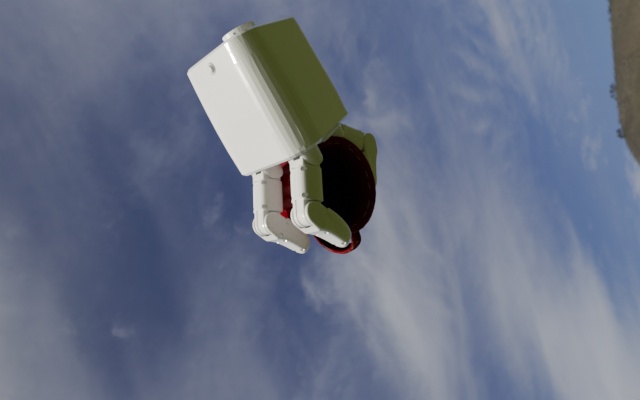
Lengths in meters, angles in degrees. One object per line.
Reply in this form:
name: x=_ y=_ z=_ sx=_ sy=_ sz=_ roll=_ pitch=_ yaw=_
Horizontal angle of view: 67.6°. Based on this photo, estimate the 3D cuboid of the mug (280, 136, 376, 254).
mug: x=0.001 y=0.003 z=0.478 sx=0.081 sy=0.117 sz=0.093 roll=-14 pitch=20 yaw=46
